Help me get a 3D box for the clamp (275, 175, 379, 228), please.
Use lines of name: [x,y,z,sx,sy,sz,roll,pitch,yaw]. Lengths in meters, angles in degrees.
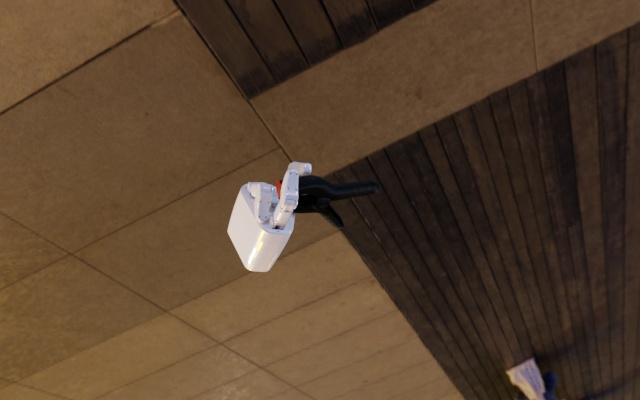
clamp: [0.000,0.003,0.787,0.171,0.039,0.120,7,-47,-25]
